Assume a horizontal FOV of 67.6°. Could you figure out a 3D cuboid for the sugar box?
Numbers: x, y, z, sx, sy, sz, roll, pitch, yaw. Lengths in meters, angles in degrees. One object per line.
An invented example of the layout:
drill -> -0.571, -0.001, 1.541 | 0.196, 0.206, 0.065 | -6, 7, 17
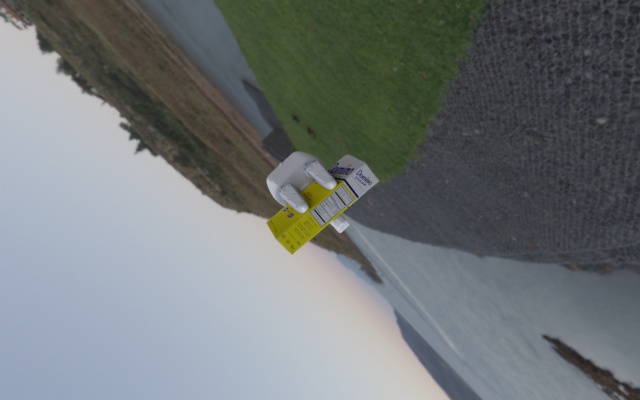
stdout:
sugar box -> 0.000, 0.002, 0.747 | 0.176, 0.048, 0.093 | -43, 20, -3
